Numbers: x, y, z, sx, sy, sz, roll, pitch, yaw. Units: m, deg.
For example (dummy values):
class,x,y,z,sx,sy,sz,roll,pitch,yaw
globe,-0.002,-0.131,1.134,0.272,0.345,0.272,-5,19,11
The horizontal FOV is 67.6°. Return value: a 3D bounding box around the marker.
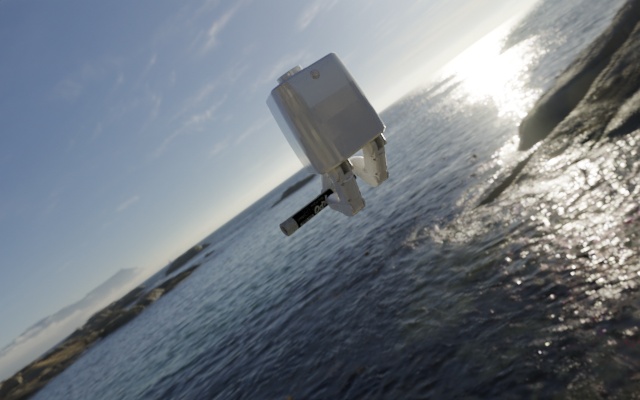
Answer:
class,x,y,z,sx,sy,sz,roll,pitch,yaw
marker,0.000,0.002,0.593,0.121,0.020,0.020,-38,17,-24
